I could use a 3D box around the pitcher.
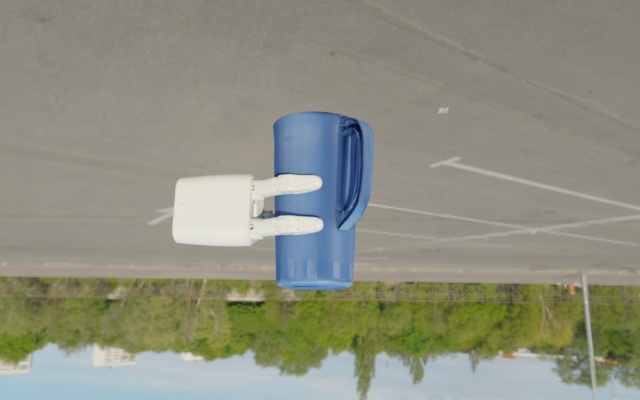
[{"bbox_3d":[0.000,0.002,0.681,0.145,0.242,0.149,0,-12,3],"label":"pitcher"}]
